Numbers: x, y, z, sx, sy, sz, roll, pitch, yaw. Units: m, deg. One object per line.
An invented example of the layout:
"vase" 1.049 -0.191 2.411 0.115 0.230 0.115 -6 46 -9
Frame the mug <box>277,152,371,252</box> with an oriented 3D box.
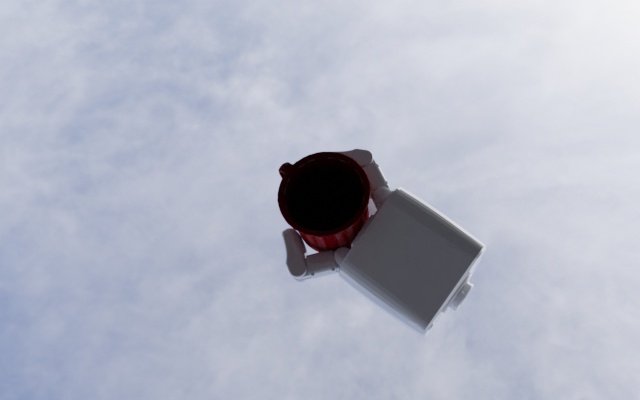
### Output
"mug" -0.001 0.001 0.511 0.117 0.093 0.081 36 -14 22
